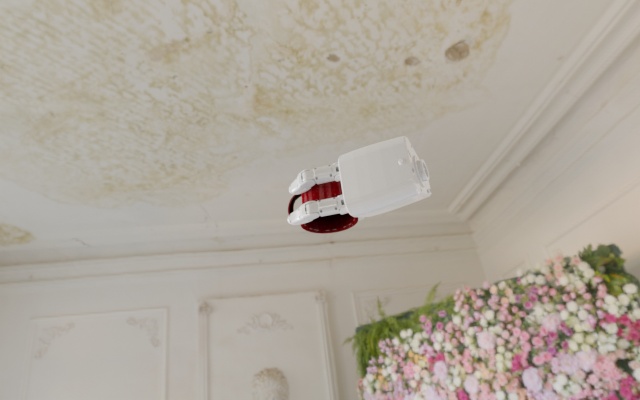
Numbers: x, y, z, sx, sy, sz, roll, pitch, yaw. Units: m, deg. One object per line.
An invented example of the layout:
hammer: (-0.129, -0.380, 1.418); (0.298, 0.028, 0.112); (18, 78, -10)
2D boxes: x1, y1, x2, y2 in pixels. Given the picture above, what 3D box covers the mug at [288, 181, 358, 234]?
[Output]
mug: (-0.001, 0.003, 0.782); (0.117, 0.081, 0.093); (-17, -27, 22)
